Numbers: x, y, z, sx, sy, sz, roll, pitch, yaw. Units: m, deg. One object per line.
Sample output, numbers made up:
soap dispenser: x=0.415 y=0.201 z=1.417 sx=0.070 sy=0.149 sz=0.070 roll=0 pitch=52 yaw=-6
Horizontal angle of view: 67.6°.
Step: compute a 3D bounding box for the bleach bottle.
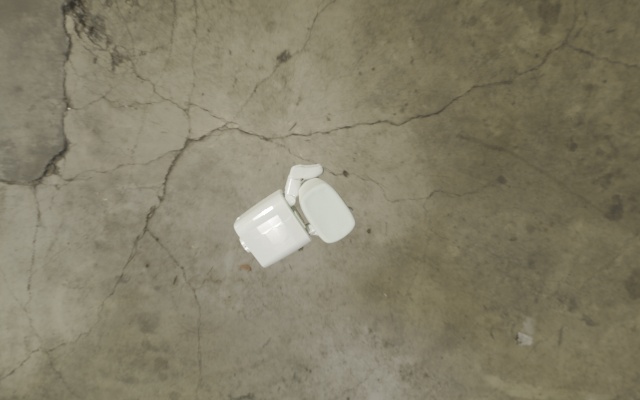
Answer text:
bleach bottle: x=0.000 y=0.003 z=0.900 sx=0.068 sy=0.102 sz=0.251 roll=-34 pitch=9 yaw=0
